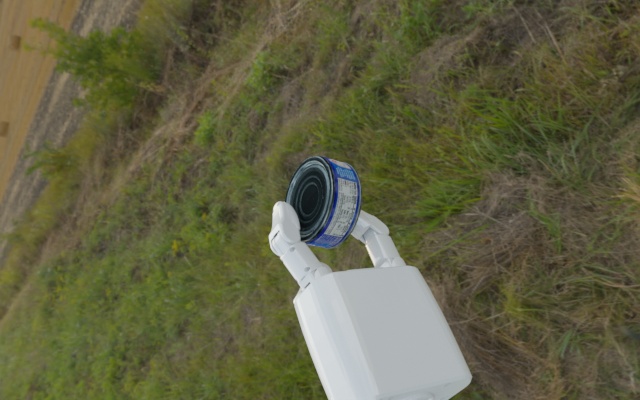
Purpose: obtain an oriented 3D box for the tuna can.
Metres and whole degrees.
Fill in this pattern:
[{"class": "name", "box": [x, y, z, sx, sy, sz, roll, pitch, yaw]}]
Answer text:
[{"class": "tuna can", "box": [0.000, 0.001, 0.455, 0.034, 0.086, 0.086, 13, -7, -33]}]
